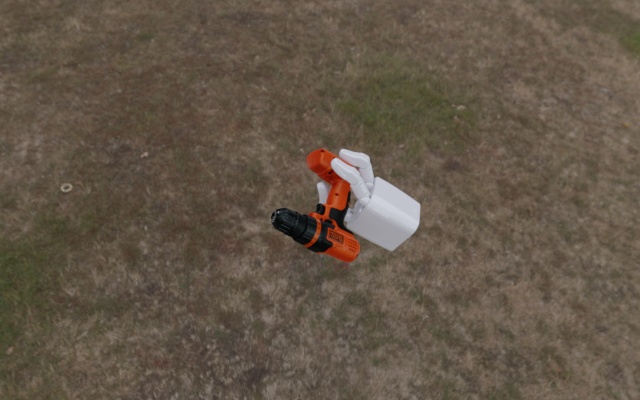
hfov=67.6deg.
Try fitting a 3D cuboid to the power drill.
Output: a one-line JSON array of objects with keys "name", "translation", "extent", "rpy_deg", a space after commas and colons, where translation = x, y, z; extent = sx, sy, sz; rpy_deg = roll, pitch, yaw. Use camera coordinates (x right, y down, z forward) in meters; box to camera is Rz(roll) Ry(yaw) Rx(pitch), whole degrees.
[{"name": "power drill", "translation": [0.000, 0.003, 0.868], "extent": [0.184, 0.187, 0.057], "rpy_deg": [29, -34, -31]}]
